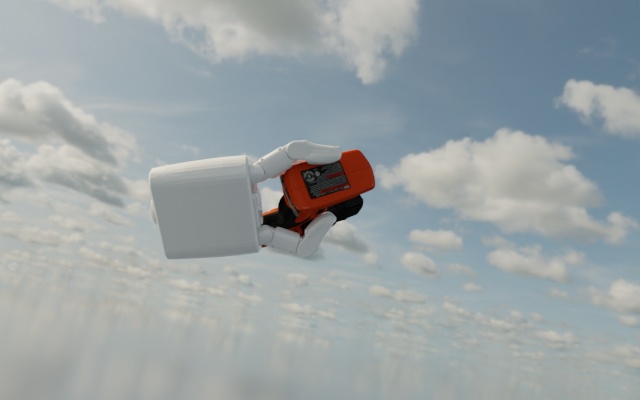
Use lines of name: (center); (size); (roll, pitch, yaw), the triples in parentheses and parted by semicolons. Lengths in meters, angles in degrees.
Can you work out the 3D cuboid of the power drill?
power drill: (0.000, 0.002, 0.617); (0.184, 0.057, 0.188); (-19, -14, -23)
